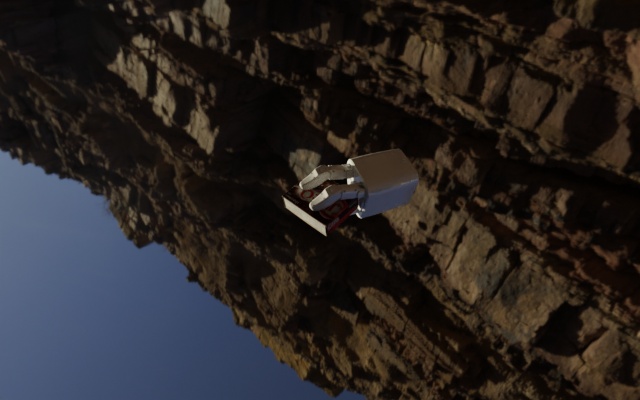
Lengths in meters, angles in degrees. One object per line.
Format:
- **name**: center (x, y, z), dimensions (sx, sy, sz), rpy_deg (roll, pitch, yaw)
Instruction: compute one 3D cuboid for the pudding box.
- **pudding box**: center (0.000, 0.003, 0.883), dimensions (0.113, 0.039, 0.090), rpy_deg (32, 57, 30)
